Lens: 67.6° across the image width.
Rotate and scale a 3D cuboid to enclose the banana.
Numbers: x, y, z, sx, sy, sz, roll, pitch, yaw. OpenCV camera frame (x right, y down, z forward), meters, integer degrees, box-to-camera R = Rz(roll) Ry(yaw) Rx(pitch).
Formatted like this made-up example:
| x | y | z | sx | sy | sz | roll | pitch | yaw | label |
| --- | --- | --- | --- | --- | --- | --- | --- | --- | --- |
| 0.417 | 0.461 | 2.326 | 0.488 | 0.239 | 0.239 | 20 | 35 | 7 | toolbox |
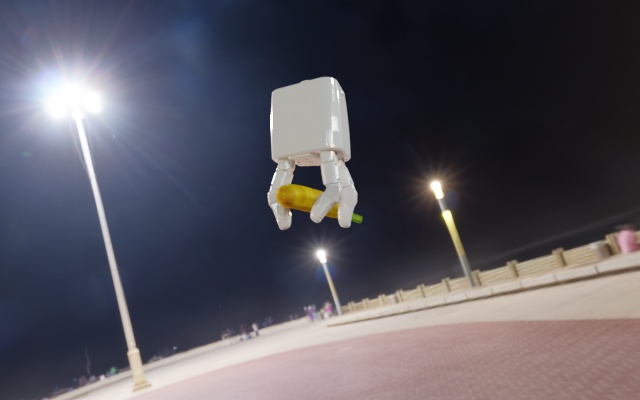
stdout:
| x | y | z | sx | sy | sz | roll | pitch | yaw | label |
| --- | --- | --- | --- | --- | --- | --- | --- | --- | --- |
| -0.012 | 0.000 | 0.715 | 0.069 | 0.037 | 0.198 | 11 | -2 | 38 | banana |
